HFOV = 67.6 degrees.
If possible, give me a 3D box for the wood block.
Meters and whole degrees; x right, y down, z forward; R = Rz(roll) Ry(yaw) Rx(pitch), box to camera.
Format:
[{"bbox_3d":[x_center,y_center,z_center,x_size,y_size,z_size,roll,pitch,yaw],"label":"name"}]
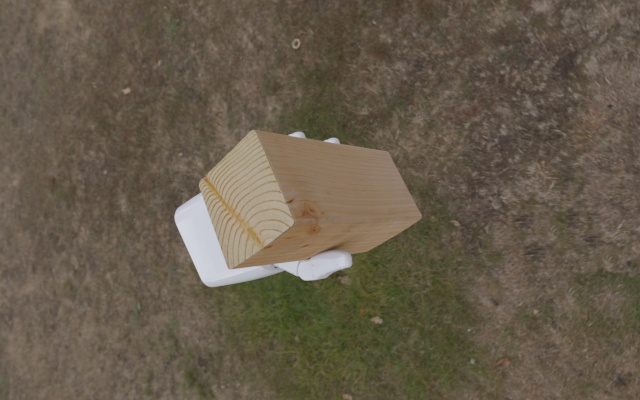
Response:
[{"bbox_3d":[0.000,0.002,0.475,0.090,0.090,0.206,-36,-22,34],"label":"wood block"}]
